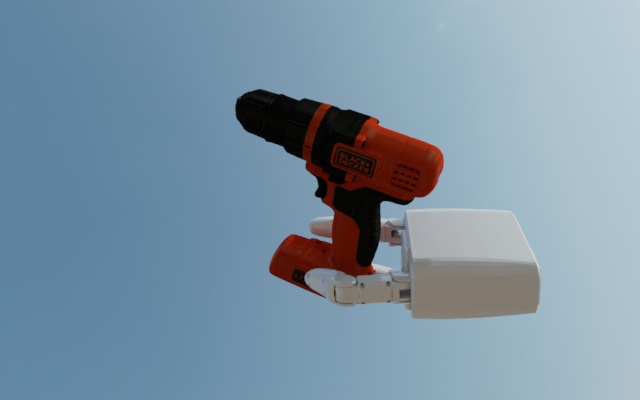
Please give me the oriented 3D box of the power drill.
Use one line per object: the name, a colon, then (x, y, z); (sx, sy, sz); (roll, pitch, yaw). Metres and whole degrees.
power drill: (0.000, 0.002, 0.442); (0.184, 0.188, 0.057); (22, 39, 12)
